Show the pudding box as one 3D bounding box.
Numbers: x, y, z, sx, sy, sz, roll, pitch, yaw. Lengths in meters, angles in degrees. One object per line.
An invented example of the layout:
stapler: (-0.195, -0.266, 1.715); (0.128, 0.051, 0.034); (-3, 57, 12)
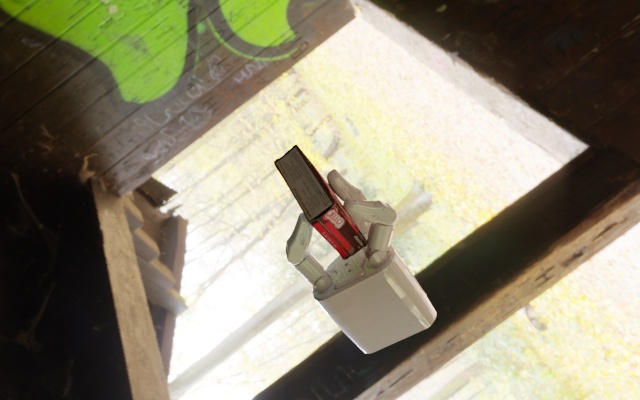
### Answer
pudding box: (0.000, 0.002, 0.539); (0.039, 0.113, 0.090); (-37, -43, 2)
